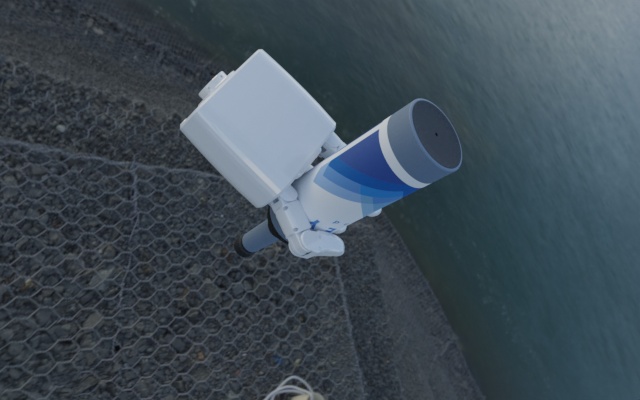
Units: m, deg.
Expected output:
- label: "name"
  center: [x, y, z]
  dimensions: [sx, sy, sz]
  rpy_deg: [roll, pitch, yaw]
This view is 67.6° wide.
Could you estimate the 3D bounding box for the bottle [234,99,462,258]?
- label: "bottle"
  center: [0.000, 0.002, 0.484]
  dimensions: [0.069, 0.069, 0.296]
  rpy_deg: [0, -22, -44]
